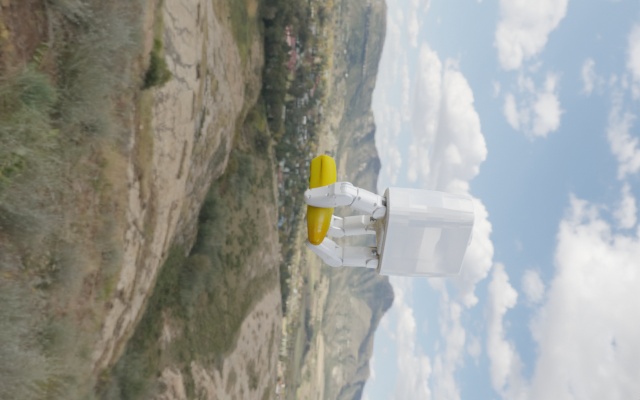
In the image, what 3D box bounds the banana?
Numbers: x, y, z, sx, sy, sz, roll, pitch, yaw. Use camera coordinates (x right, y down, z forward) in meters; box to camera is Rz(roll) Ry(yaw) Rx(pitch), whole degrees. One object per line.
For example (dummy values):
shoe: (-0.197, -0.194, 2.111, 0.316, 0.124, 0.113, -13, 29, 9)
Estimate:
banana: (0.002, -0.016, 0.647, 0.037, 0.070, 0.197, 5, 26, -2)
